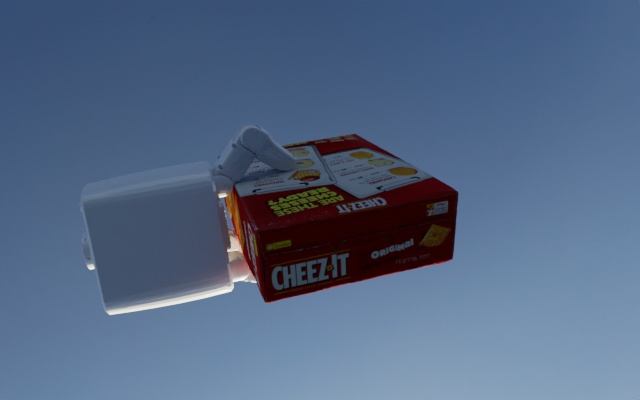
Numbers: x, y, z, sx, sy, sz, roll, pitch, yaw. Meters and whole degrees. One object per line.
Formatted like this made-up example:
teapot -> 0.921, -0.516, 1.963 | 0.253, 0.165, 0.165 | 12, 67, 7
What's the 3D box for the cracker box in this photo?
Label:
cracker box -> 0.000, 0.001, 0.454 | 0.164, 0.072, 0.213 | -11, 23, -15
